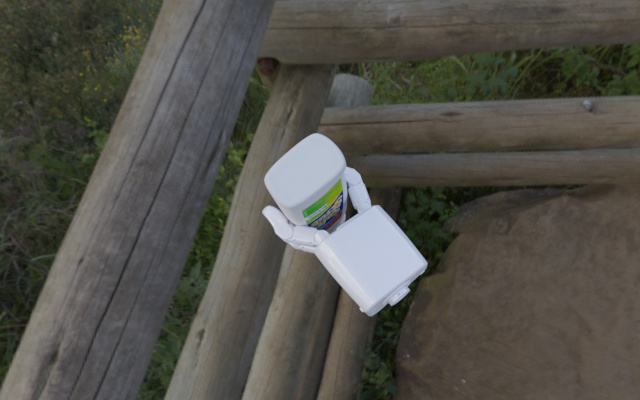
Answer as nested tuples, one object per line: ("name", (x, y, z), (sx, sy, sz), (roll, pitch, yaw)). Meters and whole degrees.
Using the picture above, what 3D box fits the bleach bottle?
("bleach bottle", (0.000, 0.002, 0.687), (0.102, 0.068, 0.251), (-40, -20, -4))
